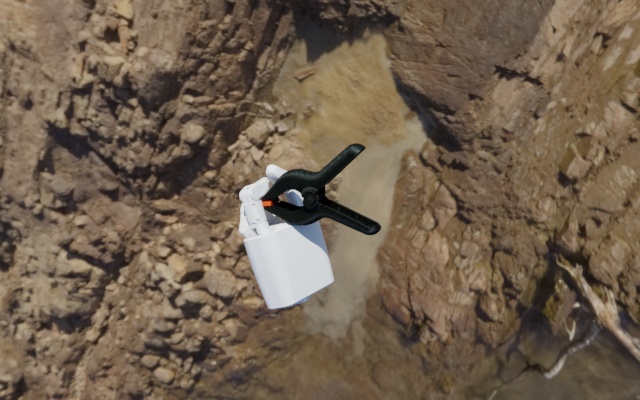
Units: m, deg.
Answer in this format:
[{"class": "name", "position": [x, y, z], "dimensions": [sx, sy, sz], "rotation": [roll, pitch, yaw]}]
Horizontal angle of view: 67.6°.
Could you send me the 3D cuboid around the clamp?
[{"class": "clamp", "position": [0.000, 0.002, 0.641], "dimensions": [0.171, 0.120, 0.039], "rotation": [-16, 4, 31]}]
